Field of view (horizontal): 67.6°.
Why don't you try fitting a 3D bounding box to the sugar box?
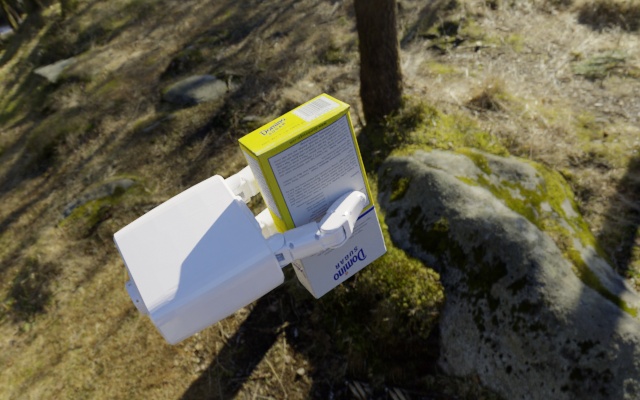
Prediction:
[{"bbox_3d":[0.000,0.001,0.448,0.093,0.176,0.048,-31,40,-17],"label":"sugar box"}]
